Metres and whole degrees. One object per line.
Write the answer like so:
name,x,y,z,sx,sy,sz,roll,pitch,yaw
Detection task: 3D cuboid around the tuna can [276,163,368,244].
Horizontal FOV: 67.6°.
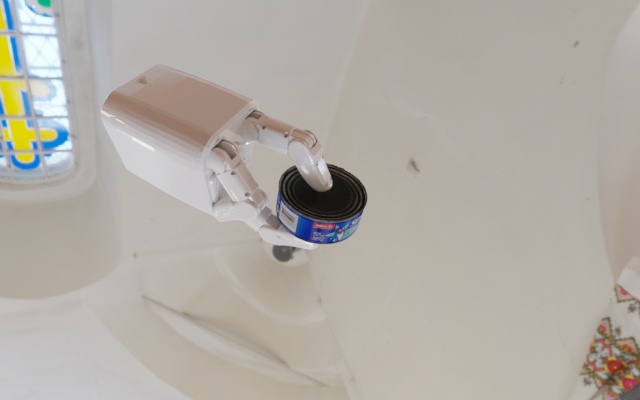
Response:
tuna can,0.000,0.002,0.463,0.086,0.034,0.086,8,41,-7
